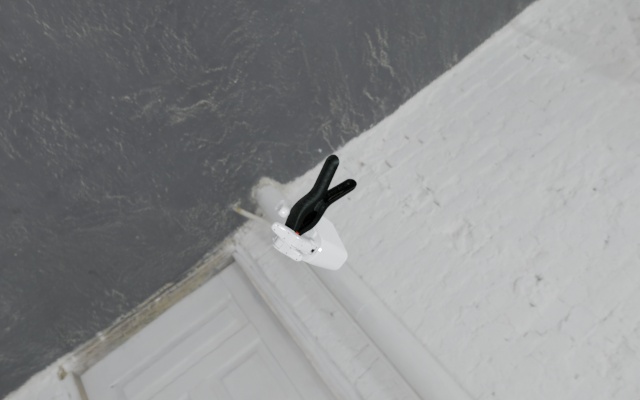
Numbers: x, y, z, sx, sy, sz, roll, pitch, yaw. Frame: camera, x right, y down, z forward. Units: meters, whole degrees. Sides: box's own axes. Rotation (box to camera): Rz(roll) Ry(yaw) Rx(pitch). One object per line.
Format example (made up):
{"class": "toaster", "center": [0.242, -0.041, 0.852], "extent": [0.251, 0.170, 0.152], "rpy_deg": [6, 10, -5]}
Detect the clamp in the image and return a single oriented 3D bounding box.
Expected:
{"class": "clamp", "center": [0.000, 0.003, 0.880], "extent": [0.039, 0.171, 0.120], "rpy_deg": [43, 8, 37]}
